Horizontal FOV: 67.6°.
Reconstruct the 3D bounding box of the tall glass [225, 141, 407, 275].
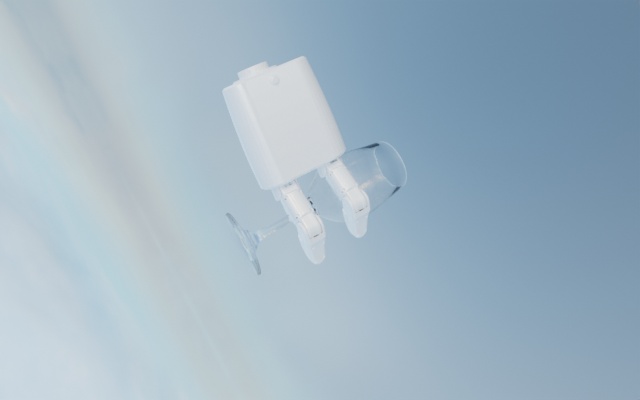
[{"bbox_3d":[0.000,0.002,0.536,0.201,0.079,0.079,-28,10,-19],"label":"tall glass"}]
